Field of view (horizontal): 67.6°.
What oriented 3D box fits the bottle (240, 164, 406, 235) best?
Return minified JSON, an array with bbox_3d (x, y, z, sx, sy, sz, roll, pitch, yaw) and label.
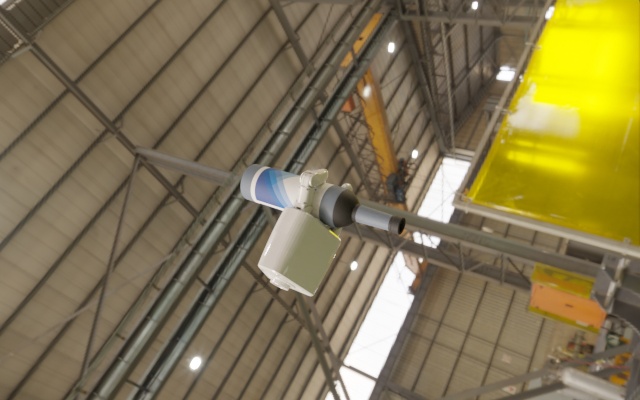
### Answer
[{"bbox_3d":[0.000,0.002,0.792,0.295,0.069,0.069,16,8,29],"label":"bottle"}]
